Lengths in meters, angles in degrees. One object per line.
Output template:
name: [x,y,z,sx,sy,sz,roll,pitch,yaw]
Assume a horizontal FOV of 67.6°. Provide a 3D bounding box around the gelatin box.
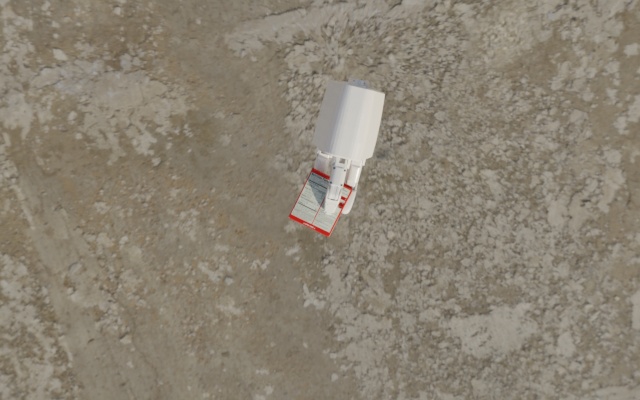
gelatin box: [0.000,0.003,0.764,0.073,0.089,0.030,26,9,-4]
